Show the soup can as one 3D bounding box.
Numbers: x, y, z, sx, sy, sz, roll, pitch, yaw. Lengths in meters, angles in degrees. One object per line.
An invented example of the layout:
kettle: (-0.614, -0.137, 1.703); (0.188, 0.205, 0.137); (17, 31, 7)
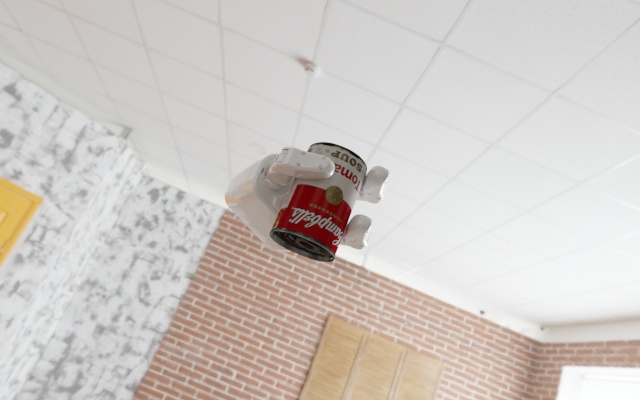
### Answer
soup can: (0.000, 0.001, 0.478); (0.068, 0.102, 0.068); (20, -21, 8)
